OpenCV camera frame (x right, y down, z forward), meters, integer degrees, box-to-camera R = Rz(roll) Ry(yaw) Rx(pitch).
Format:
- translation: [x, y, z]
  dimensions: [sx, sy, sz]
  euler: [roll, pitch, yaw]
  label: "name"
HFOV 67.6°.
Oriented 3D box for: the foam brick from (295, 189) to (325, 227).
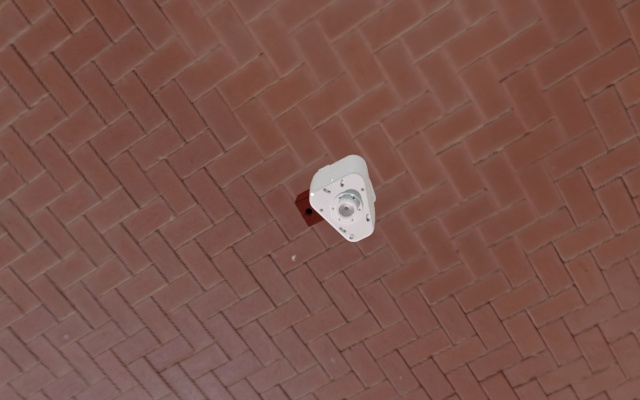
- translation: [0.000, 0.003, 0.862]
  dimensions: [0.078, 0.053, 0.051]
  euler: [-27, 15, 12]
  label: "foam brick"
